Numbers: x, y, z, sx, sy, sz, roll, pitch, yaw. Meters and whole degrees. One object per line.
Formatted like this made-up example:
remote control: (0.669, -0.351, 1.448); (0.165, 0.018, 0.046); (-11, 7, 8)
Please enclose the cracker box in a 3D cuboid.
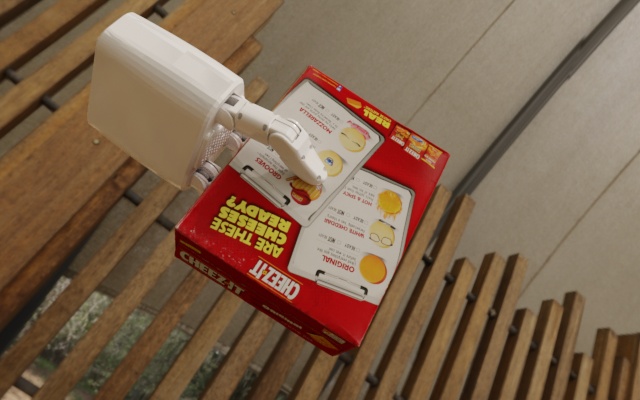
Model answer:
cracker box: (0.000, 0.001, 0.430); (0.164, 0.213, 0.072); (33, -31, 0)
